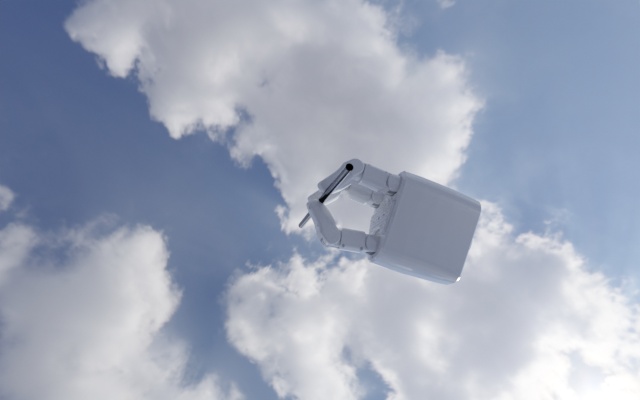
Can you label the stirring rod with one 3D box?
[{"bbox_3d":[0.000,0.002,0.571,0.011,0.011,0.239,0,-16,-14],"label":"stirring rod"}]
